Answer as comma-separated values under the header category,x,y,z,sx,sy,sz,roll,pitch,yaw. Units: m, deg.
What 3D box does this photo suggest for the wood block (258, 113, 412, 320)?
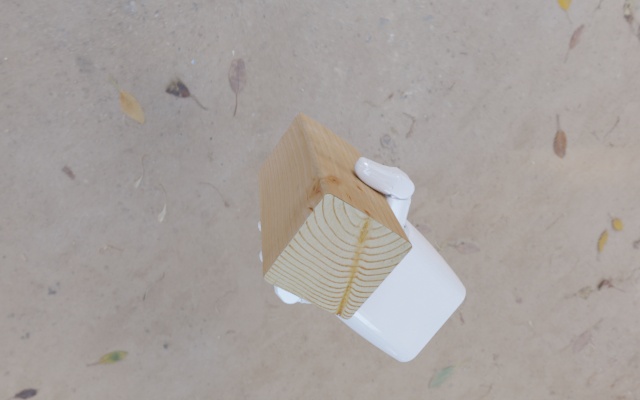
category,x,y,z,sx,sy,sz,roll,pitch,yaw
wood block,0.001,0.002,0.464,0.090,0.091,0.206,31,18,-22
